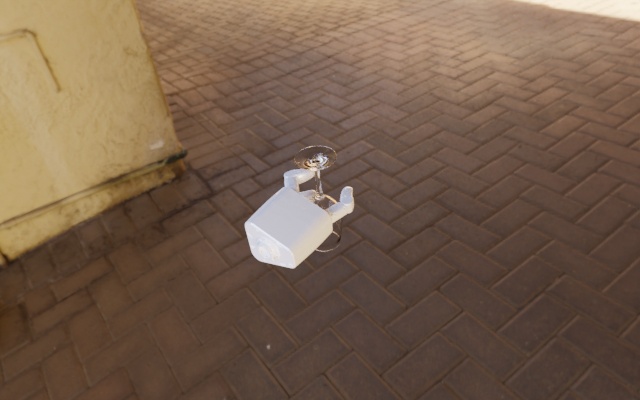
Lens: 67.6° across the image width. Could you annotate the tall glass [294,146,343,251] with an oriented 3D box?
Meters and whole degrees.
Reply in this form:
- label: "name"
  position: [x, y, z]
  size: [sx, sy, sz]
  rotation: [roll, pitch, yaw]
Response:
- label: "tall glass"
  position: [0.000, 0.002, 0.887]
  size: [0.079, 0.201, 0.079]
  rotation: [-4, 39, 4]
